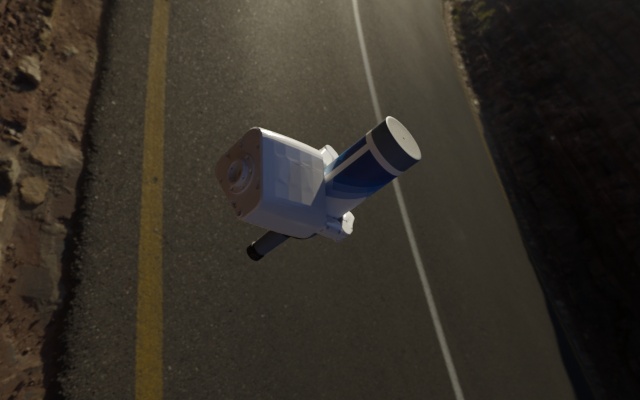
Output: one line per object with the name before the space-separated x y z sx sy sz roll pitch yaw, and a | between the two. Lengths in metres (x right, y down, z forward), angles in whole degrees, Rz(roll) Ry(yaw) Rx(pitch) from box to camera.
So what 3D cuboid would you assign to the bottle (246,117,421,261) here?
bottle | 0.000 0.002 0.654 0.296 0.069 0.069 -37 -20 29
